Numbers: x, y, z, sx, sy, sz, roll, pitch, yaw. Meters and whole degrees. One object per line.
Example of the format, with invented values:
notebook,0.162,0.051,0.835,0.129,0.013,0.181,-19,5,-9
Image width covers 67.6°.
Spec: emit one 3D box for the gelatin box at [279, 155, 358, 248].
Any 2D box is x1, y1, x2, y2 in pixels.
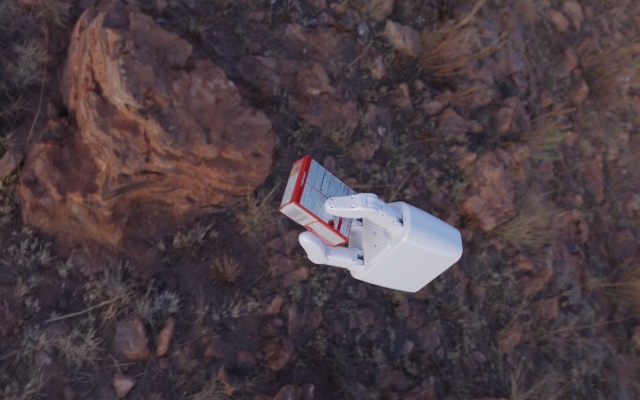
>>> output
gelatin box,0.000,0.002,0.561,0.089,0.073,0.030,36,-42,-27
